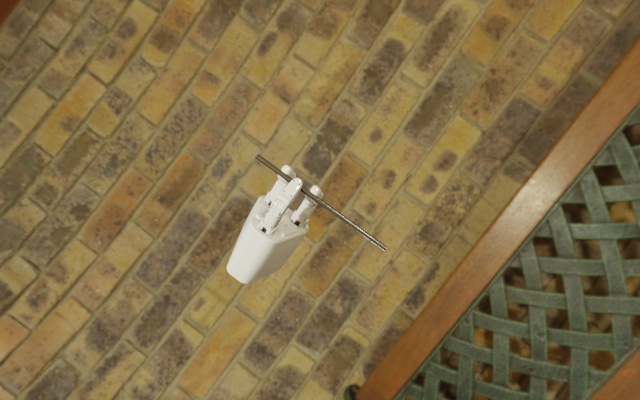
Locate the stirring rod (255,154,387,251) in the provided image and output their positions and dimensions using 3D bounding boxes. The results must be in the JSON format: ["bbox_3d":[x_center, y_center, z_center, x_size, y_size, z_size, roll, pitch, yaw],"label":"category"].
[{"bbox_3d":[0.000,0.002,0.718,0.239,0.011,0.011,36,3,4],"label":"stirring rod"}]
